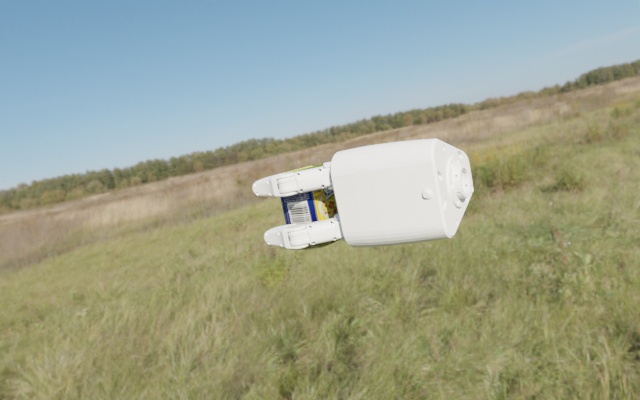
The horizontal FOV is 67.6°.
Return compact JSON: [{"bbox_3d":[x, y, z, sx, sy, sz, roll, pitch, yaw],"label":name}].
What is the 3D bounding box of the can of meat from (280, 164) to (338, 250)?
[{"bbox_3d":[0.000,0.001,0.548,0.057,0.084,0.102,-6,9,37],"label":"can of meat"}]
